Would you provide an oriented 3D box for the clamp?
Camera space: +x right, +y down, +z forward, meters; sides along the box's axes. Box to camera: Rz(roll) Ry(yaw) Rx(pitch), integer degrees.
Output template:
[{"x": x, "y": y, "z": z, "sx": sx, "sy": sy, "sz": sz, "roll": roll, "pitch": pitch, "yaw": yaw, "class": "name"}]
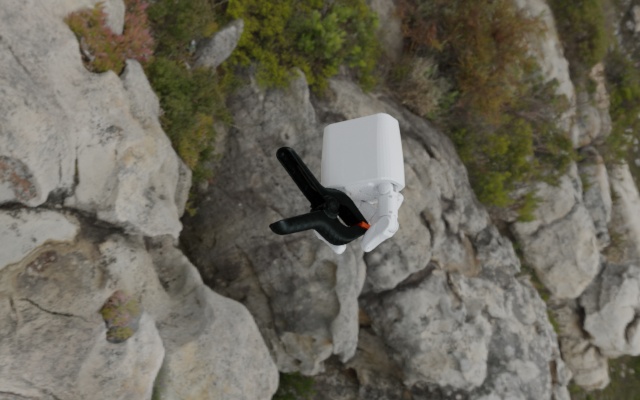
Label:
[{"x": 0.001, "y": 0.002, "z": 0.626, "sx": 0.039, "sy": 0.120, "sz": 0.171, "roll": -17, "pitch": -26, "yaw": 39, "class": "clamp"}]
